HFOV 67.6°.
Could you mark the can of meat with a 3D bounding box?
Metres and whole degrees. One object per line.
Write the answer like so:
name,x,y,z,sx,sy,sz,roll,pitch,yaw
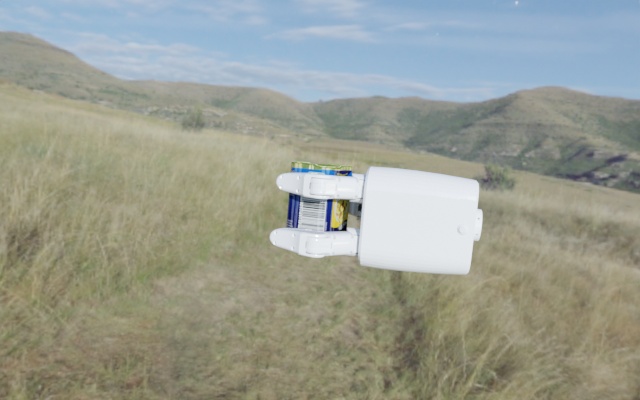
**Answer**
can of meat,0.000,0.001,0.517,0.057,0.084,0.102,6,5,14
